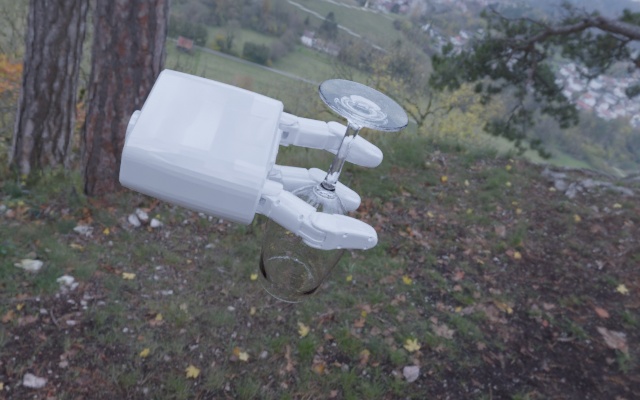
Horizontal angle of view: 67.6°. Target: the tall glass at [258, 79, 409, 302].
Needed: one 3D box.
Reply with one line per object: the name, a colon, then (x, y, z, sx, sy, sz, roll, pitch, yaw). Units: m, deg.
tall glass: (0.000, 0.001, 0.420, 0.079, 0.201, 0.079, 16, 34, -11)
